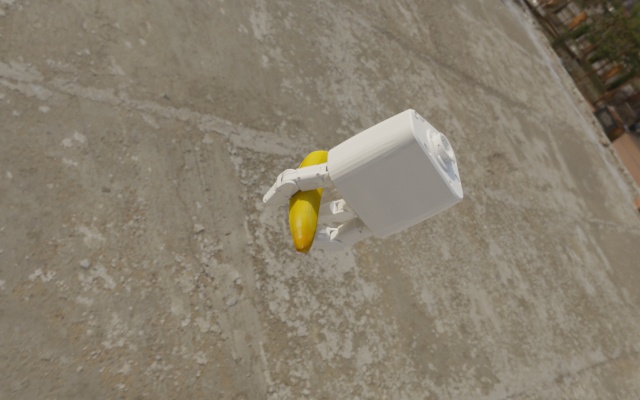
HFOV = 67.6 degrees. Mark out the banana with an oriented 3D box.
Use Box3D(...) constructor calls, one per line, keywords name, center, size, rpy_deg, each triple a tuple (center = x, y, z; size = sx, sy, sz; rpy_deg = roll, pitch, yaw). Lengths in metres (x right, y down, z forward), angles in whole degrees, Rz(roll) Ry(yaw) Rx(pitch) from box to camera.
Box3D(name="banana", center=(-0.007, -0.015, 0.593), size=(0.037, 0.070, 0.197), rpy_deg=(-18, 22, 22))
